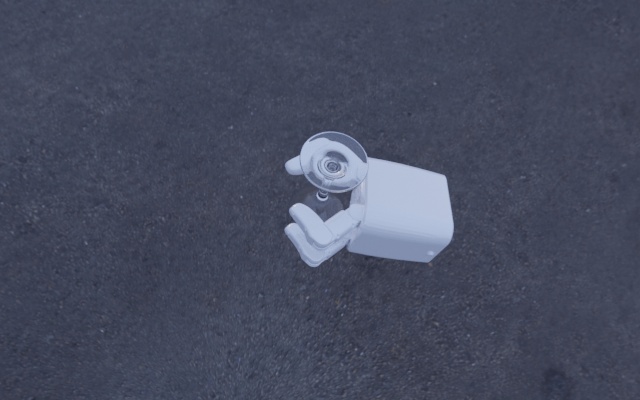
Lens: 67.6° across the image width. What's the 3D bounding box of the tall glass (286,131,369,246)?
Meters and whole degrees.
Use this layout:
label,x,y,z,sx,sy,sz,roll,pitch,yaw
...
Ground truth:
label,x,y,z,sx,sy,sz,roll,pitch,yaw
tall glass,0.000,0.002,0.590,0.079,0.079,0.201,0,-26,-10
